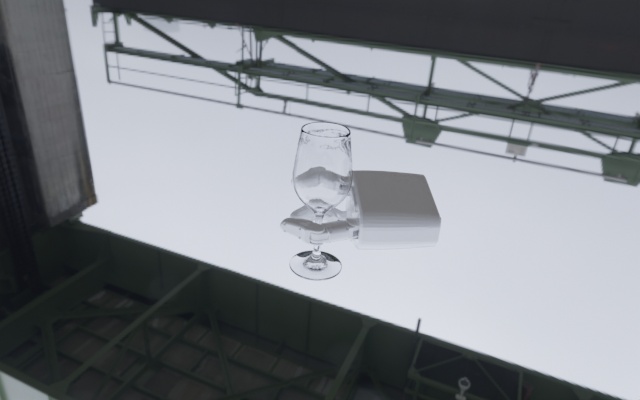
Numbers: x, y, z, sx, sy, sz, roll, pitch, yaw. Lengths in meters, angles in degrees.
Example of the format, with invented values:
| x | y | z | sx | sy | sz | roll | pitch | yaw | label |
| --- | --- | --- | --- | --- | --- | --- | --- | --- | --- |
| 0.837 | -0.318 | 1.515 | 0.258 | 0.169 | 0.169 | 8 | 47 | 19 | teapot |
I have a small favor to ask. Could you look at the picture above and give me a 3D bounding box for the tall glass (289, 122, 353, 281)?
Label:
| x | y | z | sx | sy | sz | roll | pitch | yaw | label |
| --- | --- | --- | --- | --- | --- | --- | --- | --- | --- |
| 0.000 | 0.003 | 0.628 | 0.079 | 0.201 | 0.079 | 3 | 26 | -2 | tall glass |
